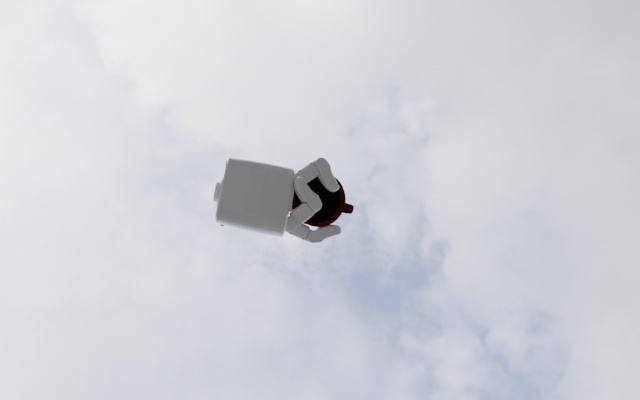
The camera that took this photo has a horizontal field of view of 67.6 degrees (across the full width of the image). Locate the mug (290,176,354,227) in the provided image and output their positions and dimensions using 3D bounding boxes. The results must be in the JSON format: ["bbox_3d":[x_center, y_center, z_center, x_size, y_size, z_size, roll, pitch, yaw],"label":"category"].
[{"bbox_3d":[0.001,0.003,0.825,0.117,0.093,0.081,12,-7,-11],"label":"mug"}]
